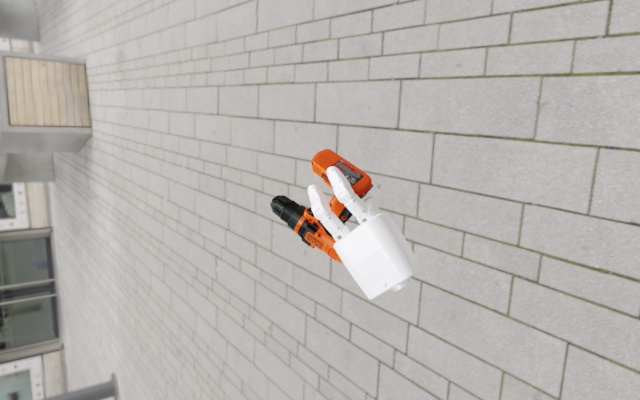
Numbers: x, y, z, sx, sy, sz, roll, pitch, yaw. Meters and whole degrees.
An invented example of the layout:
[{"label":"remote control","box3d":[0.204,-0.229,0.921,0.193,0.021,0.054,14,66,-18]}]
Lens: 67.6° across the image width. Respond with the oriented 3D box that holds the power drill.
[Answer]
[{"label":"power drill","box3d":[0.000,0.003,0.840,0.184,0.188,0.057,34,46,13]}]
